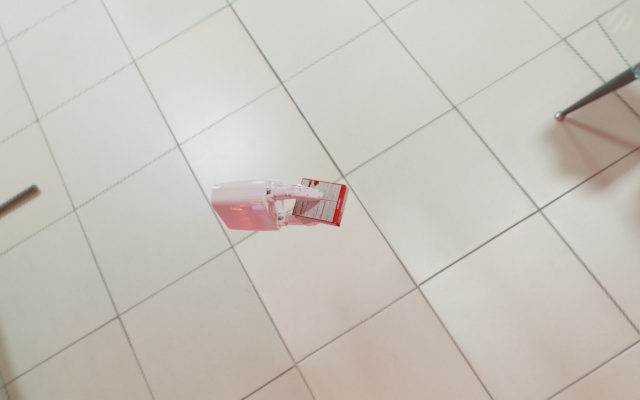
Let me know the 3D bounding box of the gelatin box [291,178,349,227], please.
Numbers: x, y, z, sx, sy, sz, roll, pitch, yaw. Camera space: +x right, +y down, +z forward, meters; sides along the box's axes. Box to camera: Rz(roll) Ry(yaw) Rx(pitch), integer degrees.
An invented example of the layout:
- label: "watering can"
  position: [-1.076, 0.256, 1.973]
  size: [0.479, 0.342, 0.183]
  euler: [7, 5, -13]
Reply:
- label: "gelatin box"
  position: [0.000, 0.003, 0.864]
  size: [0.089, 0.073, 0.030]
  euler: [10, -14, 22]
